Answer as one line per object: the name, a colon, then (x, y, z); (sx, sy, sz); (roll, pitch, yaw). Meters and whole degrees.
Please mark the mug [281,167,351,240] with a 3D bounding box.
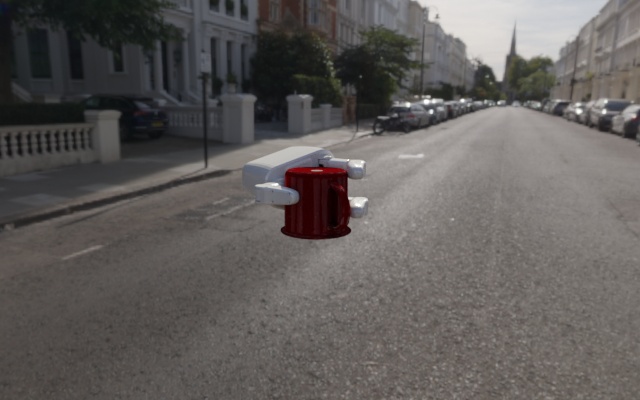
mug: (0.001, 0.002, 0.608); (0.093, 0.081, 0.117); (-5, 12, -28)
